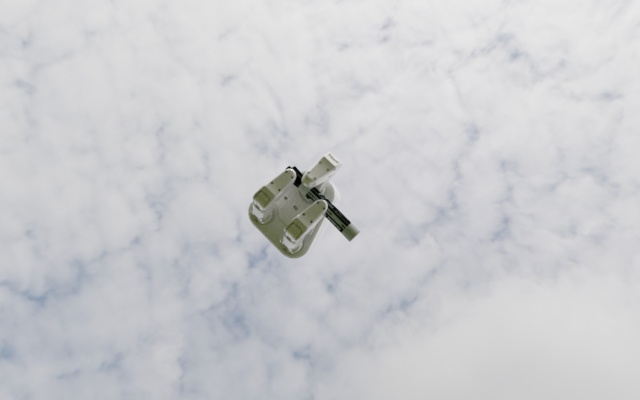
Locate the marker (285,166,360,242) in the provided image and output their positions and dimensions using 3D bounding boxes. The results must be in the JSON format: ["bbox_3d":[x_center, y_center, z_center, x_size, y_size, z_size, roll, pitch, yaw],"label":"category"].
[{"bbox_3d":[0.000,0.002,0.590,0.121,0.020,0.020,45,8,8],"label":"marker"}]
